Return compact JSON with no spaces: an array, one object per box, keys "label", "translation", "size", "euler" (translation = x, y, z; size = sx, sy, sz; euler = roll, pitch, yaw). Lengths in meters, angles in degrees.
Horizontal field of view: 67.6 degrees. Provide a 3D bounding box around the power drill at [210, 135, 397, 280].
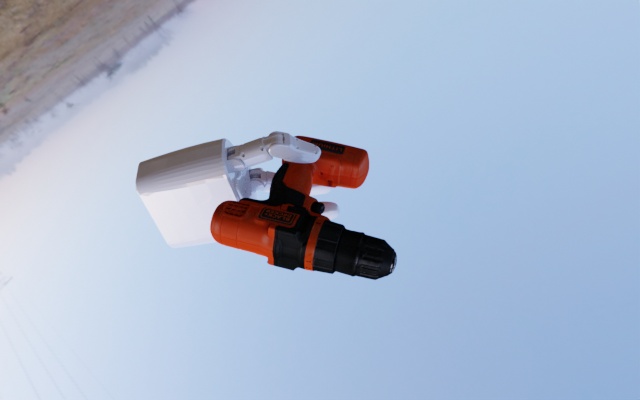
[{"label":"power drill","translation":[0.000,0.001,0.516],"size":[0.184,0.057,0.187],"euler":[14,35,9]}]
